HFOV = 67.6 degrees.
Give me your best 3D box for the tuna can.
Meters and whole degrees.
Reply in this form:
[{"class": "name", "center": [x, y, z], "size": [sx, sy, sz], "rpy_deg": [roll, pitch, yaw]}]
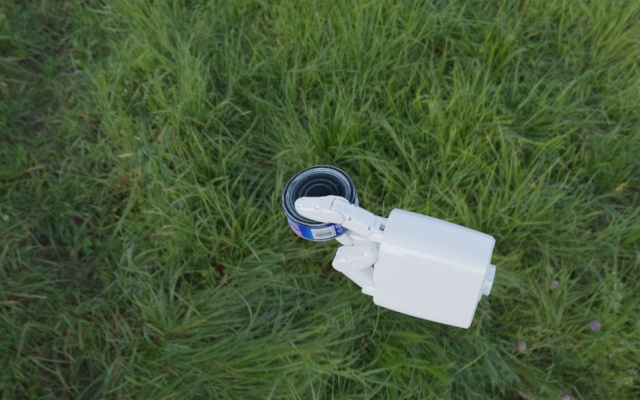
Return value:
[{"class": "tuna can", "center": [0.000, 0.001, 0.547], "size": [0.086, 0.086, 0.034], "rpy_deg": [0, -33, 11]}]
